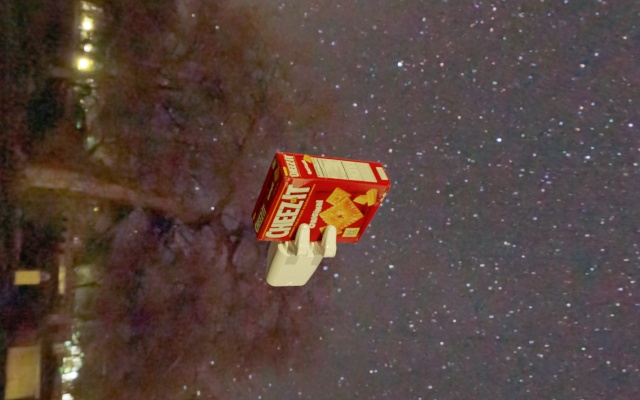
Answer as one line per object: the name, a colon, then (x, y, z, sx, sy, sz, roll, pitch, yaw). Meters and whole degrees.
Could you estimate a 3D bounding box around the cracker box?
cracker box: (0.000, 0.003, 0.880, 0.214, 0.072, 0.164, 3, -46, -27)
